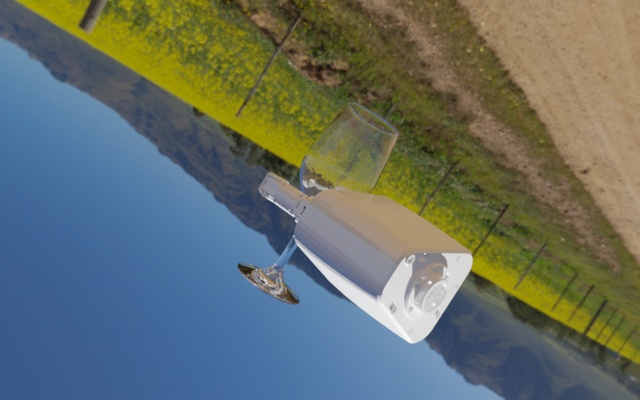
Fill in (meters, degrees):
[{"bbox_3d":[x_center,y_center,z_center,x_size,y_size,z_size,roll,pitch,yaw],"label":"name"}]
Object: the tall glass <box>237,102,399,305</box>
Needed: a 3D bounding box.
[{"bbox_3d":[0.000,0.002,0.484,0.079,0.201,0.079,32,2,-1],"label":"tall glass"}]
